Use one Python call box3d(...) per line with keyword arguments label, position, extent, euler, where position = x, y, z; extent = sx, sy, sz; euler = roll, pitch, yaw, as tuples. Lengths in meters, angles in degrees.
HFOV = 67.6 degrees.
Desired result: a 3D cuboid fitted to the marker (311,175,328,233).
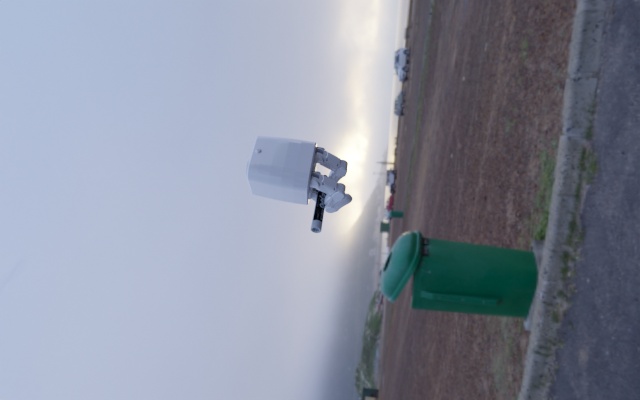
box3d(label="marker", position=(0.000, 0.003, 0.845), extent=(0.020, 0.121, 0.020), euler=(6, -36, 5))
